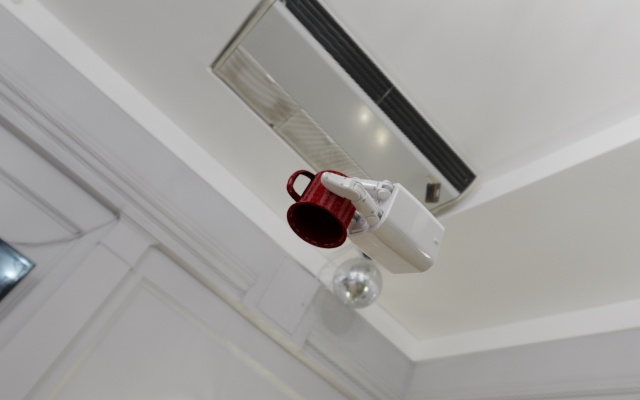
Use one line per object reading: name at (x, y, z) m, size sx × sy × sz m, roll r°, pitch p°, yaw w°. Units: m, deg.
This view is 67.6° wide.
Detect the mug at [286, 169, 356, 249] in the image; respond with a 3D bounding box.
mug at (-0.001, 0.001, 0.696) m, size 0.117 × 0.081 × 0.093 m, roll 41°, pitch -41°, yaw -13°
